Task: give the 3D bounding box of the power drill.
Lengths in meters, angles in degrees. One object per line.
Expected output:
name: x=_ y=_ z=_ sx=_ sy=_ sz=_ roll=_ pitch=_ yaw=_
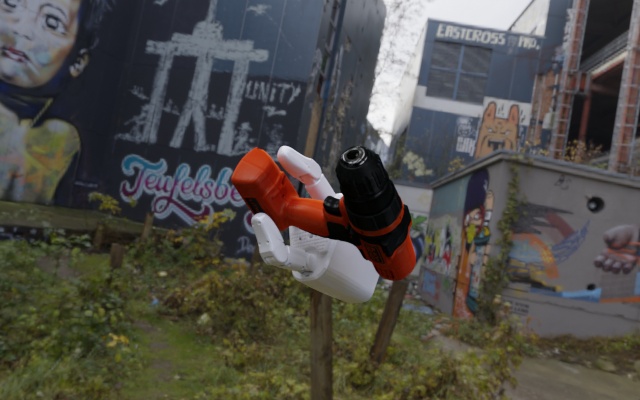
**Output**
power drill: x=0.000 y=0.002 z=0.486 sx=0.187 sy=0.057 sz=0.185 roll=19 pitch=-29 yaw=33
